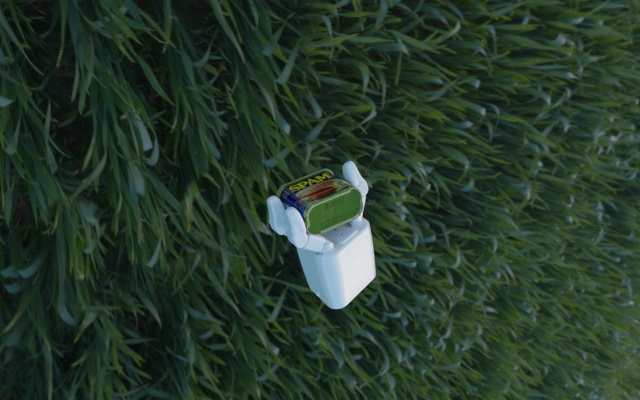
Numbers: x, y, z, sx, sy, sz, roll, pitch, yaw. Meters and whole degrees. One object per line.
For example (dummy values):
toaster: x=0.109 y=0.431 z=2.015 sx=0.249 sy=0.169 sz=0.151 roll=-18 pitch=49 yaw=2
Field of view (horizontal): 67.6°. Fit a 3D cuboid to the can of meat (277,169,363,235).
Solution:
can of meat: x=0.000 y=0.002 z=0.704 sx=0.102 sy=0.057 sz=0.084 roll=-22 pitch=31 yaw=-24
